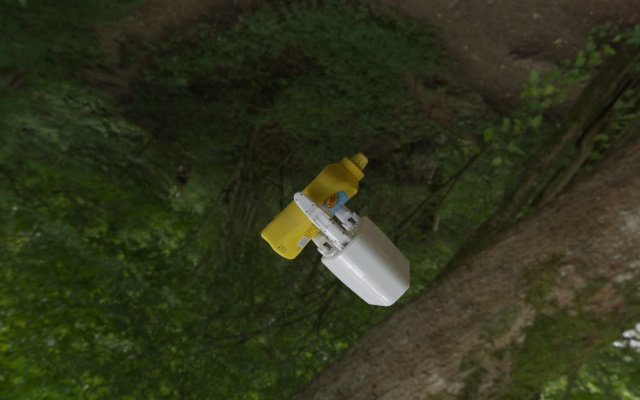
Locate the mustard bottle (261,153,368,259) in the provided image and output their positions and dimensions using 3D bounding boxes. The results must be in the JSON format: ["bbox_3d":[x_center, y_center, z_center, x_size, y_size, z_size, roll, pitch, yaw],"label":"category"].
[{"bbox_3d":[0.000,0.002,0.722,0.058,0.191,0.096,45,1,21],"label":"mustard bottle"}]
